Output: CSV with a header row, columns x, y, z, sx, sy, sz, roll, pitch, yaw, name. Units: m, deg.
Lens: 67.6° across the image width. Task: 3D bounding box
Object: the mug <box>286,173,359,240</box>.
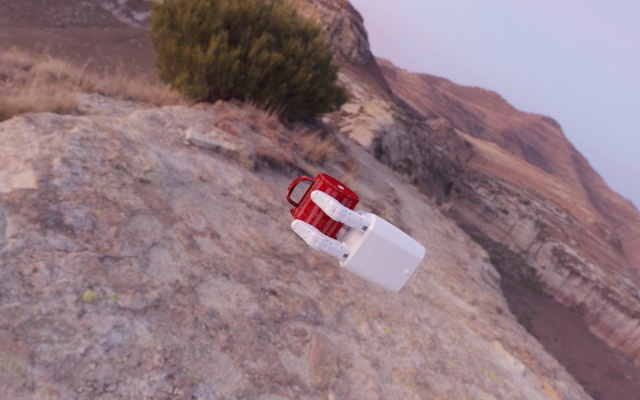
x,y,z,sx,sy,sz,roll,pitch,yaw,name
-0.001,0.002,0.781,0.117,0.081,0.093,31,12,-15,mug
